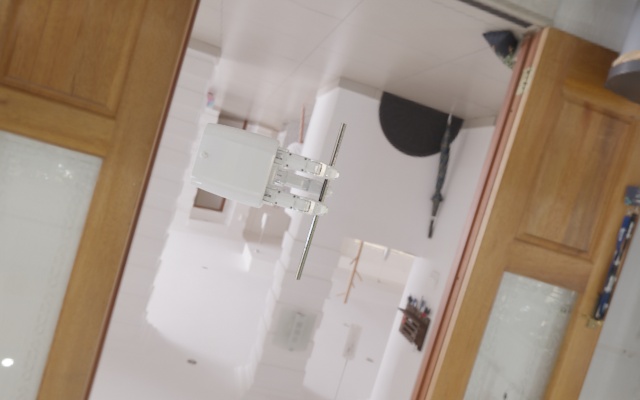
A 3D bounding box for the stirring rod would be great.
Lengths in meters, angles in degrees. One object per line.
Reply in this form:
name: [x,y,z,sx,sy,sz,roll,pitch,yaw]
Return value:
stirring rod: [0.000,0.002,0.706,0.011,0.239,0.011,17,3,-1]
